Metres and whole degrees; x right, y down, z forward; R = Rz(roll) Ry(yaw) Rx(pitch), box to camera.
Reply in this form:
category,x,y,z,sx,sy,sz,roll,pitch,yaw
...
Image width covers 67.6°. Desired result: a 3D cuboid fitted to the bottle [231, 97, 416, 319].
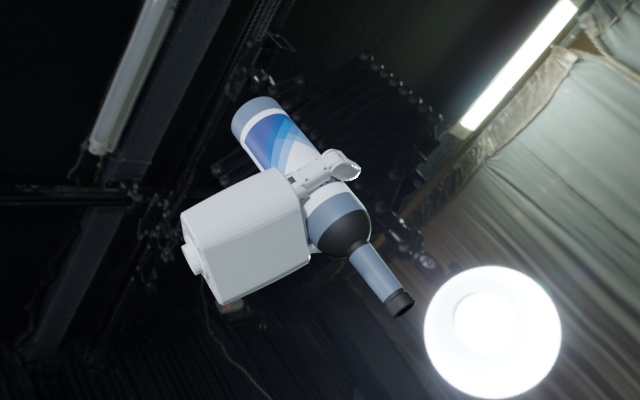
category,x,y,z,sx,sy,sz,roll,pitch,yaw
bottle,0.000,0.001,0.522,0.069,0.295,0.069,-29,-29,-17
